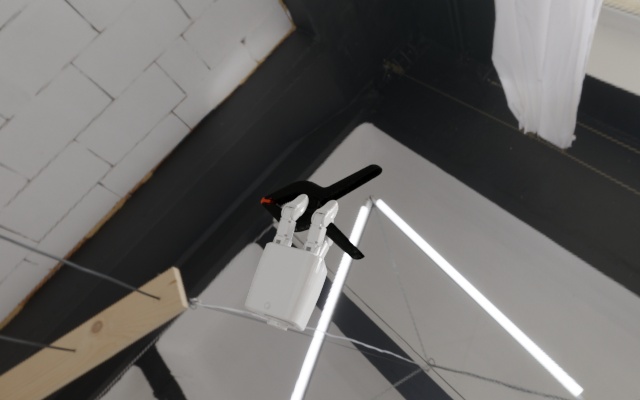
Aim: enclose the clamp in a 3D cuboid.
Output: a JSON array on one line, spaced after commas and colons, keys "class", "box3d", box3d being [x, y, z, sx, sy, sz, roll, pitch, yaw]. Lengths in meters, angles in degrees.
[{"class": "clamp", "box3d": [0.000, 0.003, 0.803, 0.210, 0.164, 0.036, 10, -22, 28]}]
